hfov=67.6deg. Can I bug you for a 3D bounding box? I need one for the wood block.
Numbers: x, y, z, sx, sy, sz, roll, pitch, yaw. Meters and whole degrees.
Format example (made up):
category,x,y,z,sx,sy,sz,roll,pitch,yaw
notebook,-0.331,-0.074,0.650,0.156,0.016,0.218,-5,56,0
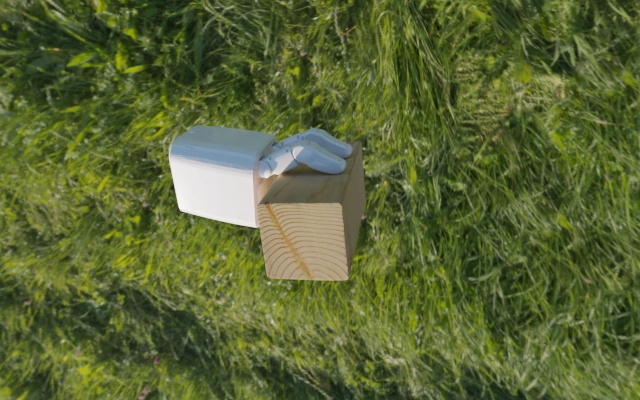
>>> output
category,x,y,z,sx,sy,sz,roll,pitch,yaw
wood block,0.000,0.002,0.577,0.090,0.091,0.206,-1,24,11
